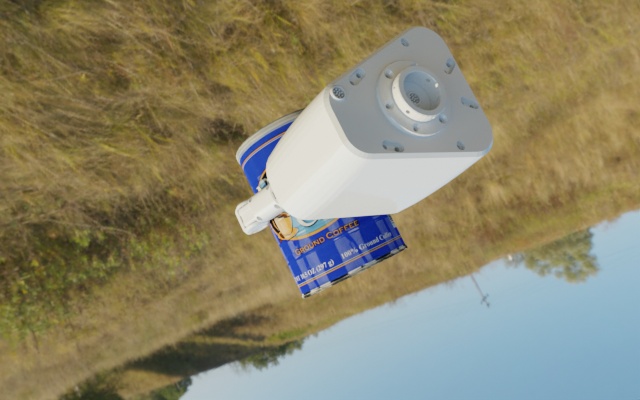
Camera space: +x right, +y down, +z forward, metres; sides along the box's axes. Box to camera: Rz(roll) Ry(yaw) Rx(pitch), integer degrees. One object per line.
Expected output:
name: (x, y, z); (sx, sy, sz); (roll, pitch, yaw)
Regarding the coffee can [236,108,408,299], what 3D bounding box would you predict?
coffee can: (0.000, 0.001, 0.427); (0.103, 0.140, 0.103); (-26, -8, -4)
